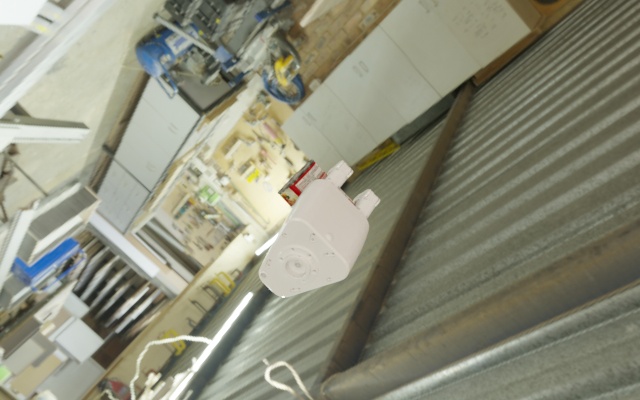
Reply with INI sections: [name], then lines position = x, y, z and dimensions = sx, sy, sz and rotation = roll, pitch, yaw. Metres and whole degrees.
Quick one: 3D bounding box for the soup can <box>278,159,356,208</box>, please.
[soup can]
position = 0.000, 0.002, 0.661
dimensions = 0.068, 0.102, 0.068
rotation = -44, 7, 7
